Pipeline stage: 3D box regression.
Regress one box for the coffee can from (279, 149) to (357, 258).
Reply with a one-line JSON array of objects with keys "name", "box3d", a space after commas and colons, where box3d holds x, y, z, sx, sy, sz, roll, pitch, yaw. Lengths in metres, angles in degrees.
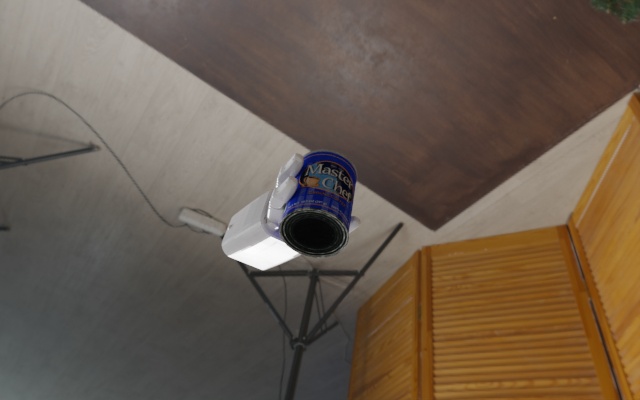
[{"name": "coffee can", "box3d": [0.000, 0.002, 0.740, 0.103, 0.103, 0.140, 0, 42, 11]}]
